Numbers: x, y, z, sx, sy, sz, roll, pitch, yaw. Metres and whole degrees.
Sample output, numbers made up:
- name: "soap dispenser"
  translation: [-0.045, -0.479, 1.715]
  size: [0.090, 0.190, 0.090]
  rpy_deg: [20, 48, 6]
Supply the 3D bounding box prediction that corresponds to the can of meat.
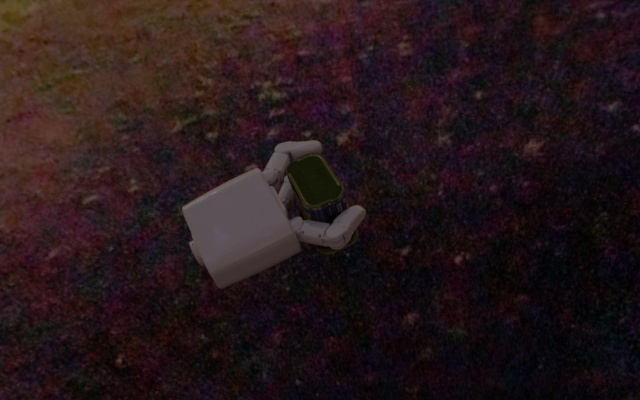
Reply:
- name: "can of meat"
  translation: [0.000, 0.002, 0.600]
  size: [0.057, 0.084, 0.102]
  rpy_deg: [-24, 44, -7]
